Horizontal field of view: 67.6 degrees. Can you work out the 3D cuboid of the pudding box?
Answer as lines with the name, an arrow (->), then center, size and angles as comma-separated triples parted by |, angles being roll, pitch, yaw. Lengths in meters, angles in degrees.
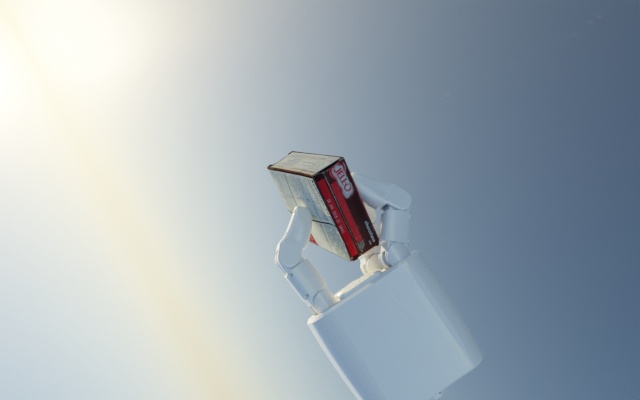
pudding box -> 0.000, 0.002, 0.457 | 0.039, 0.090, 0.113 | -32, 21, -21
